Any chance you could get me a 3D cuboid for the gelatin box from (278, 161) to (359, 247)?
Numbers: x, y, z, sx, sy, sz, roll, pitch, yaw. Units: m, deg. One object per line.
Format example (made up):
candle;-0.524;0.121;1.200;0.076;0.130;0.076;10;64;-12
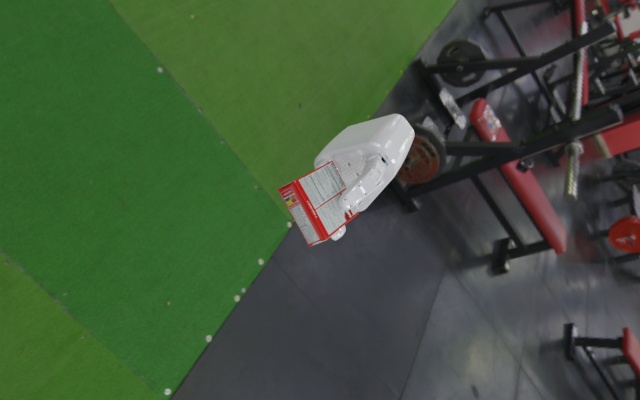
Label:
gelatin box;0.000;0.002;0.550;0.030;0.073;0.089;-26;5;35
